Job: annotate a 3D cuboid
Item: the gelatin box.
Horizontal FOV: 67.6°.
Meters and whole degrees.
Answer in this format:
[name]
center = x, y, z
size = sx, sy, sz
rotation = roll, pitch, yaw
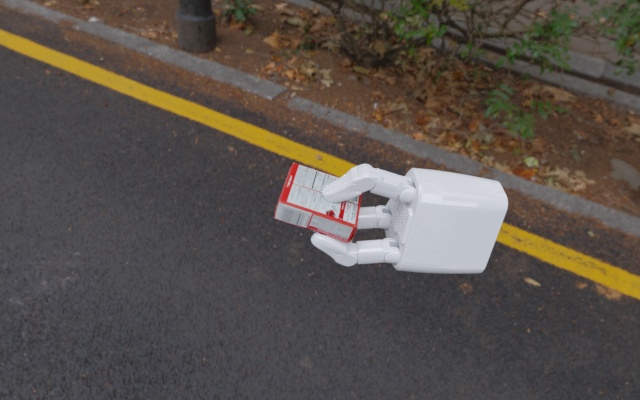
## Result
[gelatin box]
center = 0.000, 0.001, 0.532
size = 0.089, 0.030, 0.073
rotation = 18, 41, -4
